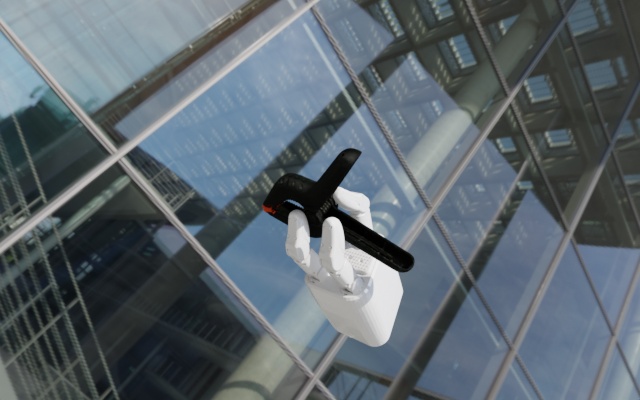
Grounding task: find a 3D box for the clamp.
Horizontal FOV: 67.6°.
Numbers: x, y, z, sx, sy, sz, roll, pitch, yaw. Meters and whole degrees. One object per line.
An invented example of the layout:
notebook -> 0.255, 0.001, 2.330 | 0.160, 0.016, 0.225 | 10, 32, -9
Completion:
clamp -> 0.000, 0.001, 0.560 | 0.210, 0.165, 0.036 | 12, 48, 42
